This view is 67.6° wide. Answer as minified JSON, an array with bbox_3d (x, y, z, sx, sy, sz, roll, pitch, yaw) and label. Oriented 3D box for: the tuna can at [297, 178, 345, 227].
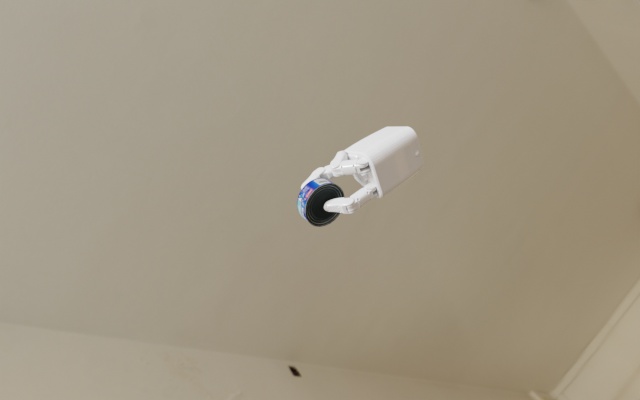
[{"bbox_3d":[0.000,0.003,0.876,0.086,0.086,0.033,0,23,-36],"label":"tuna can"}]
